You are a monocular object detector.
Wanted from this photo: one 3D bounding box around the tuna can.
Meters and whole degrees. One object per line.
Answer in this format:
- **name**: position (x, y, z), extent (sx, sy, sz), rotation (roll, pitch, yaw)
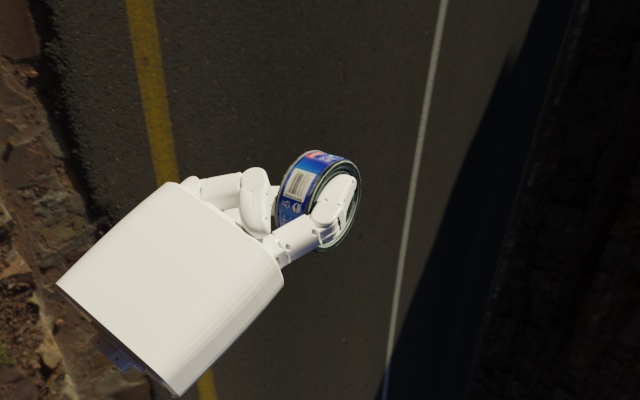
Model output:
- **tuna can**: position (0.001, 0.001, 0.417), extent (0.033, 0.086, 0.086), rotation (19, 10, 31)
